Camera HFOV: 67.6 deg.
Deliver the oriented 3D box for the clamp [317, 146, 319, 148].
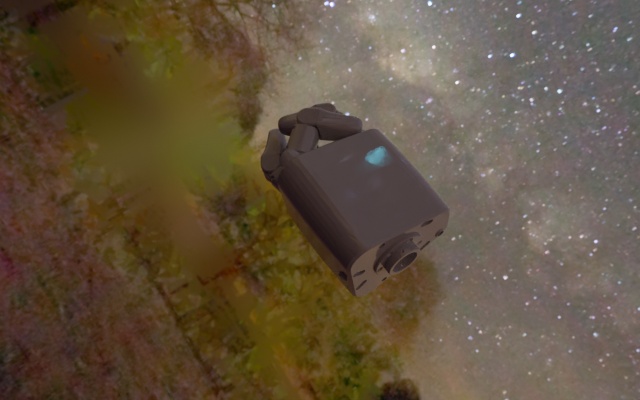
[{"bbox_3d":[0.001,0.001,0.527,0.039,0.120,0.172,-32,-29,-10],"label":"clamp"}]
